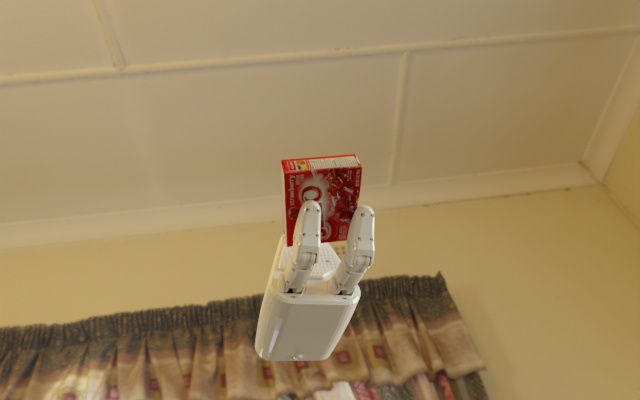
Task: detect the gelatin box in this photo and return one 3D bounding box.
[{"bbox_3d":[0.000,0.001,0.465,0.073,0.089,0.030,-5,35,-9],"label":"gelatin box"}]
